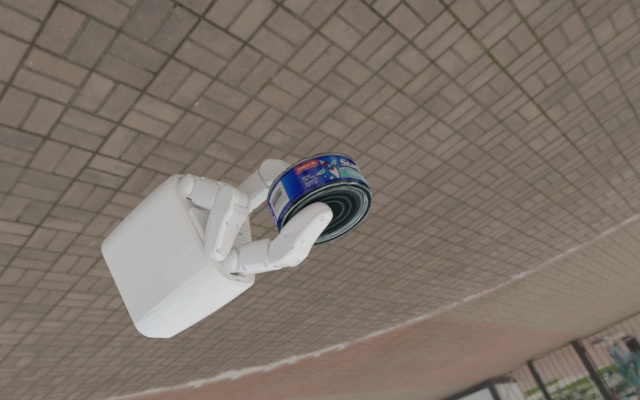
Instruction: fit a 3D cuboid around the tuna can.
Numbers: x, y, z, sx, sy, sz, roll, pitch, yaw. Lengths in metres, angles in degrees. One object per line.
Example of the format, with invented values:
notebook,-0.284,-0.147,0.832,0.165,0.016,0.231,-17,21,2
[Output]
tuna can,0.000,0.002,0.405,0.086,0.033,0.086,-17,-35,-13
